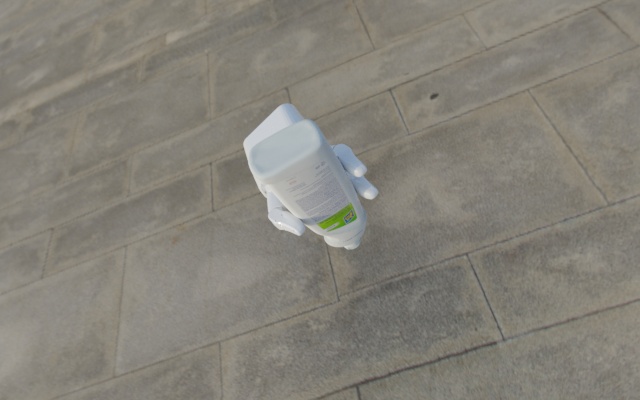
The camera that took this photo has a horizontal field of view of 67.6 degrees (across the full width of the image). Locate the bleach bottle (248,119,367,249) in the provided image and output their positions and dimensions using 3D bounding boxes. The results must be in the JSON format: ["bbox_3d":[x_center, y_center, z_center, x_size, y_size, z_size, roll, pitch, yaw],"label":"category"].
[{"bbox_3d":[0.000,0.002,0.674,0.102,0.068,0.251,-28,-40,3],"label":"bleach bottle"}]
